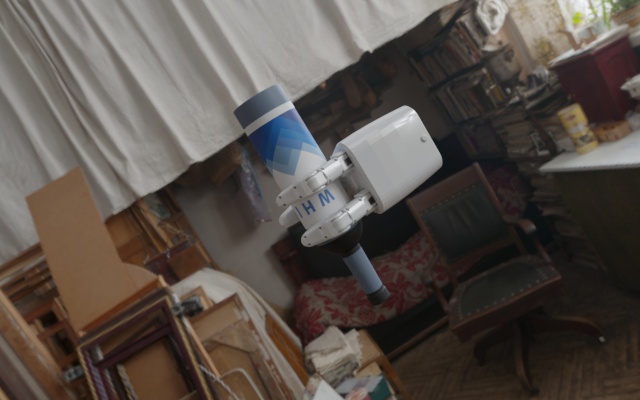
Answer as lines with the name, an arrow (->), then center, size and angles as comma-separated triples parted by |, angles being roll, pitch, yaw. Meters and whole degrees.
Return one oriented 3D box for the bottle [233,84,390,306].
bottle -> 0.000, 0.002, 0.590 | 0.069, 0.296, 0.069 | -31, 7, 4
